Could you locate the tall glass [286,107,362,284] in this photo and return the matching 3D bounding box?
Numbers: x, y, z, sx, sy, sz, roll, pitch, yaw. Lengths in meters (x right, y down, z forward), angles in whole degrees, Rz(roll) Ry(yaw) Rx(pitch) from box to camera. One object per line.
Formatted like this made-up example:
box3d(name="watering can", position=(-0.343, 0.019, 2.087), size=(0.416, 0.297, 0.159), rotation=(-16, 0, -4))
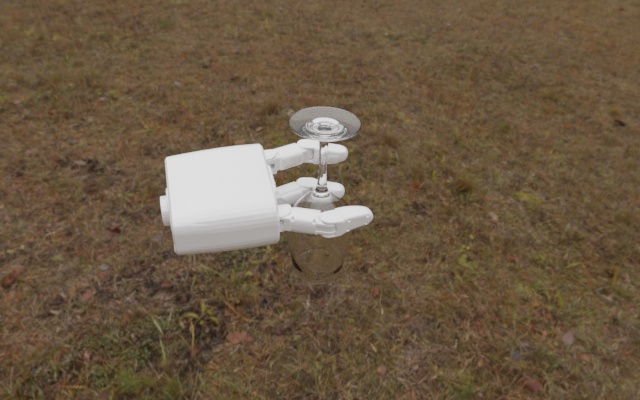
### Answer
box3d(name="tall glass", position=(0.000, 0.001, 0.541), size=(0.079, 0.201, 0.079), rotation=(2, 36, -1))
